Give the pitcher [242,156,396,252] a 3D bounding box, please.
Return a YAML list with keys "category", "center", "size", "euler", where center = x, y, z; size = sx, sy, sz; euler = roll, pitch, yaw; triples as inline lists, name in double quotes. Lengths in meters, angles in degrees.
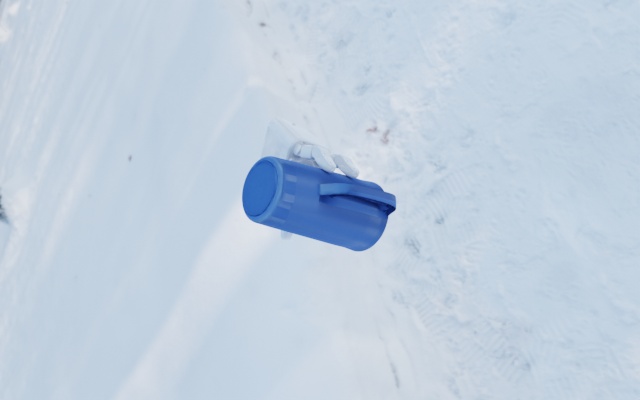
- category: "pitcher"
  center: [0.000, 0.003, 0.810]
  size: [0.243, 0.149, 0.145]
  euler: [15, 24, -40]
